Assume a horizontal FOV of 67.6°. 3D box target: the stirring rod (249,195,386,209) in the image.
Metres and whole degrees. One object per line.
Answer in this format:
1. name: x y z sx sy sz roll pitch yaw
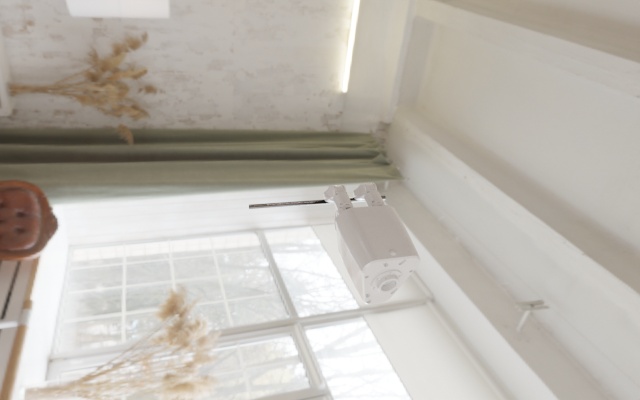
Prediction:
1. stirring rod: 0.000 0.003 0.796 0.239 0.011 0.011 -4 1 -20
